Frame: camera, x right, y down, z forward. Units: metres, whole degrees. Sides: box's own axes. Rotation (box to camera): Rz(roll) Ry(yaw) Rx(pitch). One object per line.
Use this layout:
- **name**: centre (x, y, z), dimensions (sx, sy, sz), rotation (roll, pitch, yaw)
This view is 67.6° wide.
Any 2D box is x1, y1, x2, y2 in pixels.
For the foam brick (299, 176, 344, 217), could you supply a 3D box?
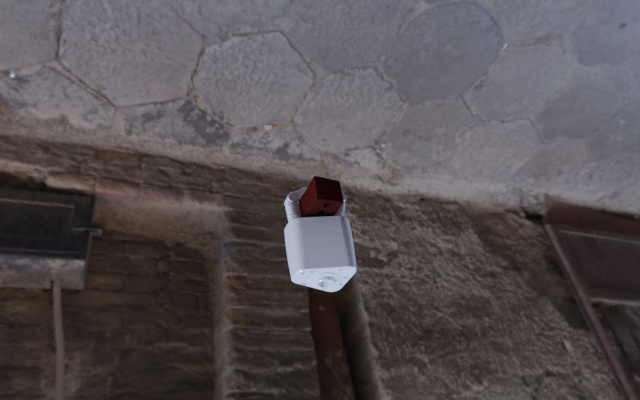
- **foam brick**: centre (0.000, 0.003, 0.863), dimensions (0.053, 0.051, 0.078), rotation (9, -41, -22)
